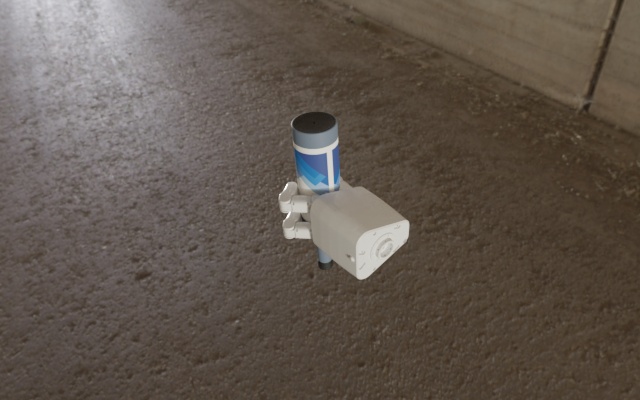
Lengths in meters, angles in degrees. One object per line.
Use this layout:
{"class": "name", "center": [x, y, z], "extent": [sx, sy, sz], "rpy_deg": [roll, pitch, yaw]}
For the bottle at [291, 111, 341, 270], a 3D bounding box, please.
{"class": "bottle", "center": [0.000, 0.002, 0.774], "extent": [0.069, 0.296, 0.069], "rpy_deg": [-3, 39, 2]}
